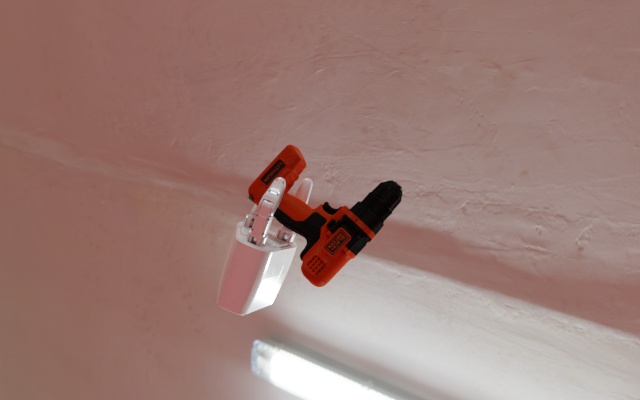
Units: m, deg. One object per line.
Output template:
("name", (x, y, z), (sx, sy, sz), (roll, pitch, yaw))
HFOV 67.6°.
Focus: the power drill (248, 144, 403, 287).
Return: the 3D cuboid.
("power drill", (0.000, 0.002, 0.692), (0.187, 0.184, 0.057), (42, -3, 25))
